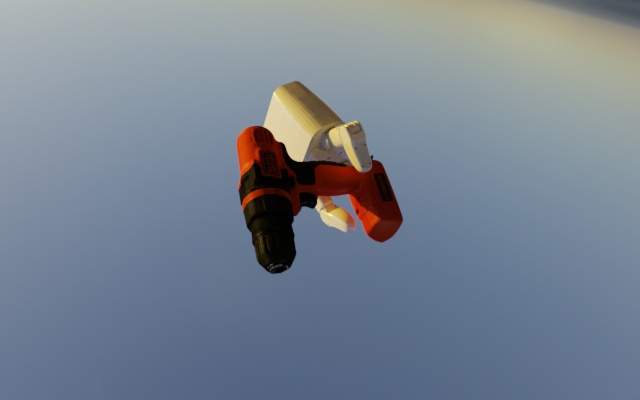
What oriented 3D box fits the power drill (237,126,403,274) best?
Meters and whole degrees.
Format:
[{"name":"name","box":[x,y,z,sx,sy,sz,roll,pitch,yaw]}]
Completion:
[{"name":"power drill","box":[0.000,0.002,0.542,0.187,0.184,0.057,8,-39,-30]}]
